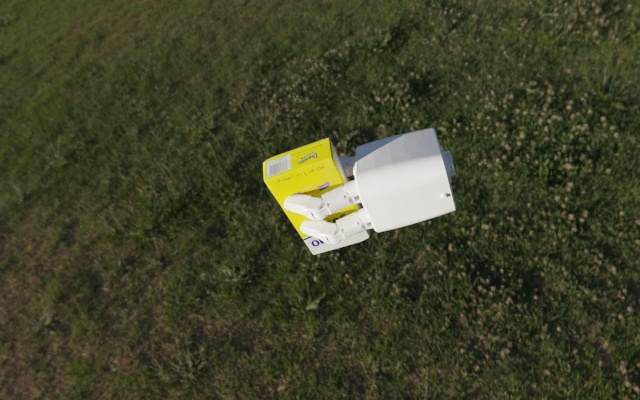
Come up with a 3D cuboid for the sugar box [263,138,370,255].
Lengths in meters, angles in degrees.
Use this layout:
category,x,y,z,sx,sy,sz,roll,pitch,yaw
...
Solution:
category,x,y,z,sx,sy,sz,roll,pitch,yaw
sugar box,0.000,0.002,0.651,0.093,0.048,0.176,-18,-45,12
